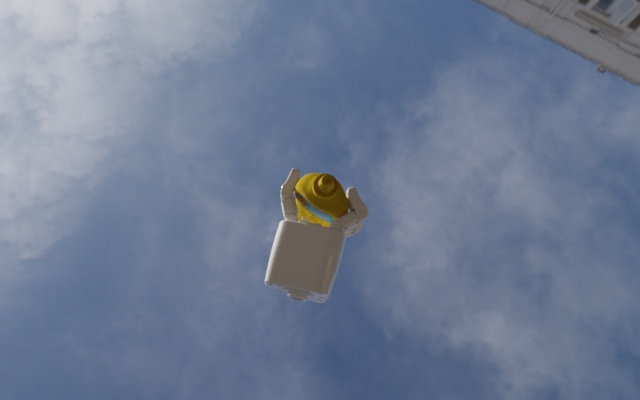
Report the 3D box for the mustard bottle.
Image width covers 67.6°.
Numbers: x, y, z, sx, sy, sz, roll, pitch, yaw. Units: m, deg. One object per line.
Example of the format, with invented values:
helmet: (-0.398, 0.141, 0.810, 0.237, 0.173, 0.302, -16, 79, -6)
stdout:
mustard bottle: (0.000, 0.002, 0.810, 0.096, 0.058, 0.192, 38, -19, 8)
